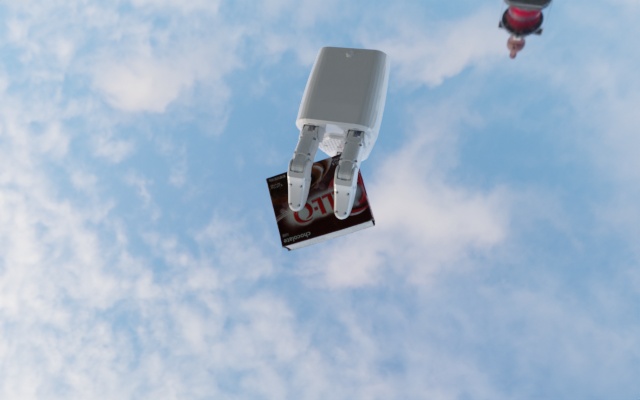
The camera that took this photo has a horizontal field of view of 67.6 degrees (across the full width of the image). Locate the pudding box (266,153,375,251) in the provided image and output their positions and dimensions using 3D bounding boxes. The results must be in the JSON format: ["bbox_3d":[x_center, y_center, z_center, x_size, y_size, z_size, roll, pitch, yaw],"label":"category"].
[{"bbox_3d":[0.000,0.002,0.572,0.113,0.090,0.039,-18,-20,8],"label":"pudding box"}]
